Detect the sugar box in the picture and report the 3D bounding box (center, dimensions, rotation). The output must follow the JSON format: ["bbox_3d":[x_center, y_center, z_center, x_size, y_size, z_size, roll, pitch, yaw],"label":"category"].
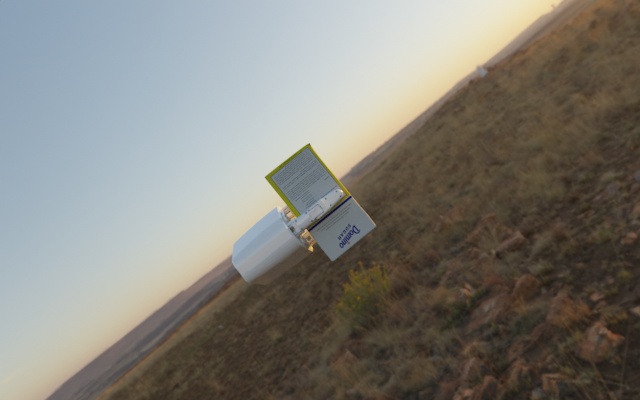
[{"bbox_3d":[0.000,0.003,0.781,0.093,0.176,0.048,-38,0,0],"label":"sugar box"}]
